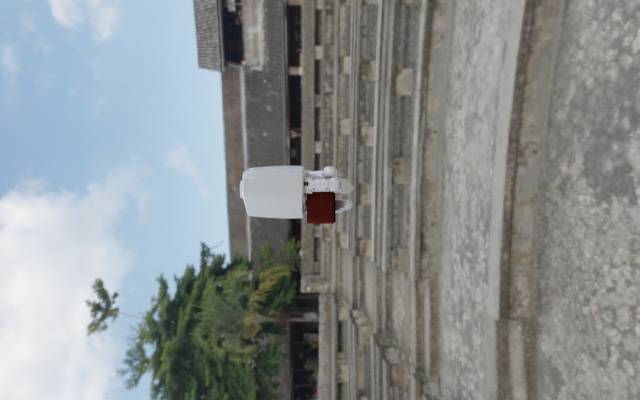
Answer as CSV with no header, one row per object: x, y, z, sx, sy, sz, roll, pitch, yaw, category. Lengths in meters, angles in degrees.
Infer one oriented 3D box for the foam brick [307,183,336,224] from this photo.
0.000,0.003,0.866,0.051,0.078,0.053,0,-9,-2,foam brick
